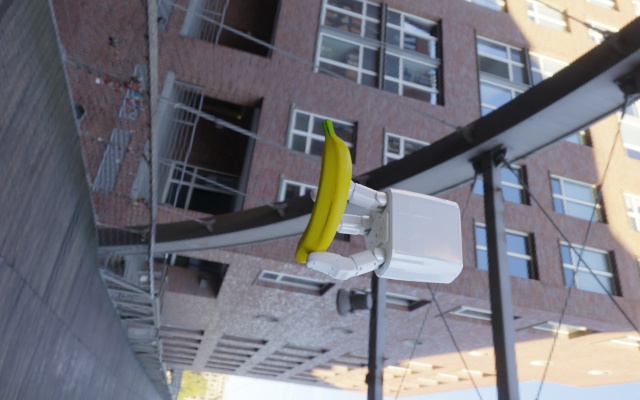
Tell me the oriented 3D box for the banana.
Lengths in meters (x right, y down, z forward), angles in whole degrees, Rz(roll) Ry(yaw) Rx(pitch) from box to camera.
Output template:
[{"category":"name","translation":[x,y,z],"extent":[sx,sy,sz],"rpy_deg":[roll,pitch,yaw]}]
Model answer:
[{"category":"banana","translation":[0.004,0.008,0.574],"extent":[0.037,0.198,0.069],"rpy_deg":[6,27,-16]}]
